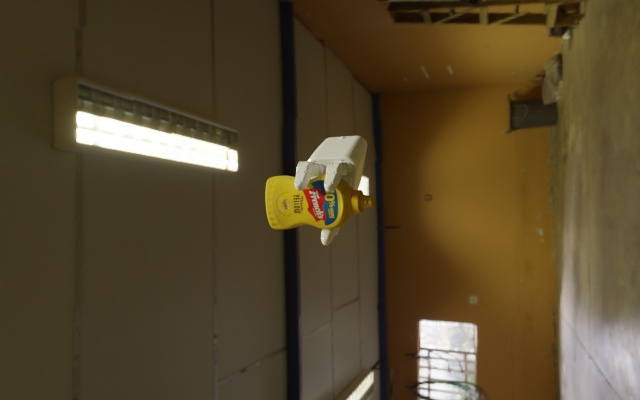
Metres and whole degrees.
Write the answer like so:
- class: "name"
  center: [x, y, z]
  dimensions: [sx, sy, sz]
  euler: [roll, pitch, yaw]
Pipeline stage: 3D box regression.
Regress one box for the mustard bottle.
- class: "mustard bottle"
  center: [0.000, 0.003, 0.840]
  dimensions: [0.191, 0.096, 0.058]
  euler: [-1, 6, 20]
